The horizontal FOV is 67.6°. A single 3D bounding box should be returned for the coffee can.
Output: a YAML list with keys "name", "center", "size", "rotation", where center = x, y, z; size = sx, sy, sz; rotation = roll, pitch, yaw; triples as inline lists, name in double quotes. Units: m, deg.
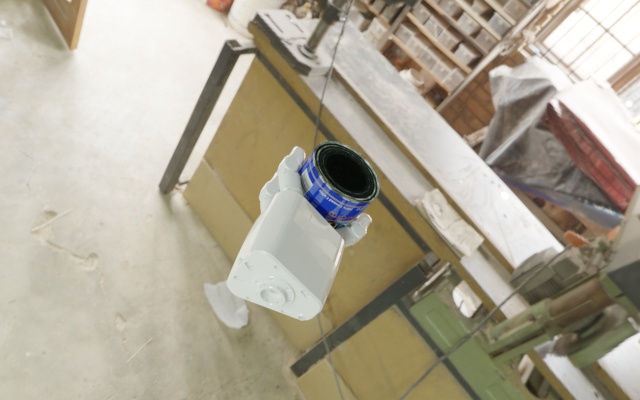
- name: "coffee can"
  center: [0.000, 0.002, 0.659]
  size: [0.103, 0.102, 0.140]
  rotation: [0, -36, -39]
